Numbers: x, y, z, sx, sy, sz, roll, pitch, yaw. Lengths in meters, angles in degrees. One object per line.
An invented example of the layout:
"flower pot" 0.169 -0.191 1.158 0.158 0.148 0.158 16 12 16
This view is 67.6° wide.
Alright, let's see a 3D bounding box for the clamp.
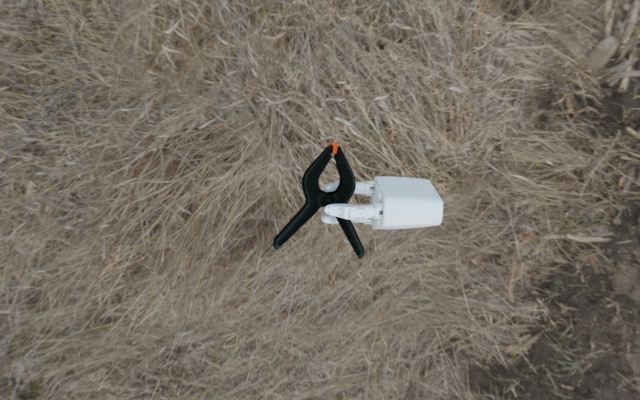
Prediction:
"clamp" 0.000 0.002 0.840 0.164 0.210 0.036 0 11 -7
